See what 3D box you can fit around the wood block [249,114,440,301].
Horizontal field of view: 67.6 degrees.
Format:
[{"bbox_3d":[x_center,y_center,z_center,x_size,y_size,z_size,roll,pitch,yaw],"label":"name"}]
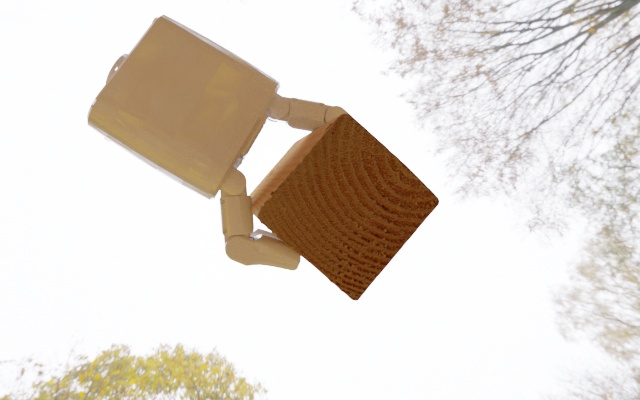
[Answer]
[{"bbox_3d":[0.000,0.001,0.404,0.090,0.091,0.206,41,-6,-10],"label":"wood block"}]
